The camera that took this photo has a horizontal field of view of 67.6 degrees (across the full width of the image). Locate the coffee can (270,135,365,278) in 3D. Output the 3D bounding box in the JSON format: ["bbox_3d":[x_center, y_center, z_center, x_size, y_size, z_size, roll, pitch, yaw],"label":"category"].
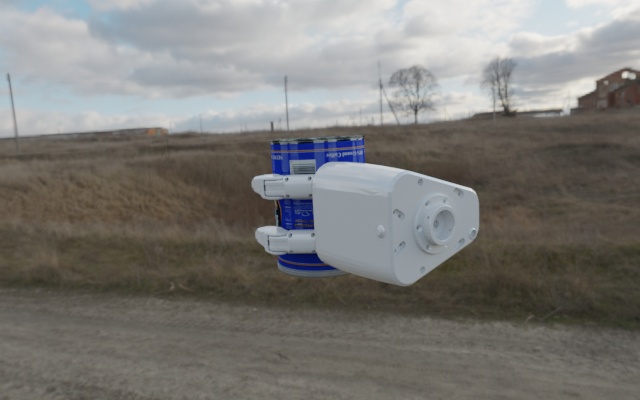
[{"bbox_3d":[0.000,0.002,0.522,0.103,0.140,0.103,-3,8,0],"label":"coffee can"}]
